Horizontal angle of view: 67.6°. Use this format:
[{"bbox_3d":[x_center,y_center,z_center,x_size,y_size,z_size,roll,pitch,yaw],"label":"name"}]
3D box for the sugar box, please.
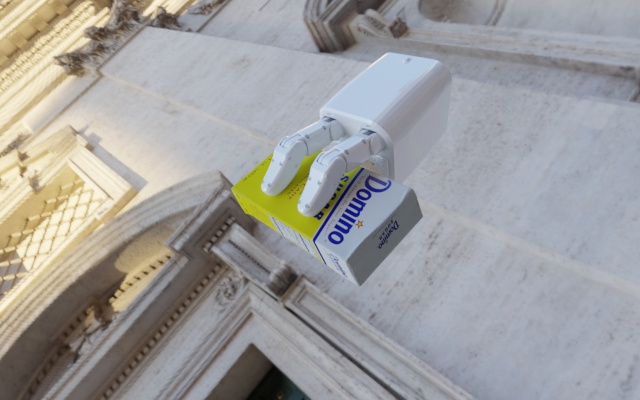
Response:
[{"bbox_3d":[0.000,0.001,0.465,0.093,0.048,0.176,-45,43,-19],"label":"sugar box"}]
